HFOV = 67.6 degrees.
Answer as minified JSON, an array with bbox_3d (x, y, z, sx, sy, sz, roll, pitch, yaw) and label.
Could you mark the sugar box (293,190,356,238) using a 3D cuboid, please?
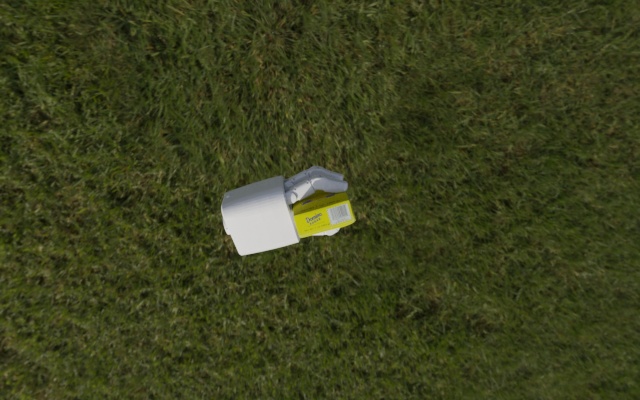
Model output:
[{"bbox_3d":[0.000,0.002,0.817,0.093,0.048,0.176,-15,20,0],"label":"sugar box"}]
